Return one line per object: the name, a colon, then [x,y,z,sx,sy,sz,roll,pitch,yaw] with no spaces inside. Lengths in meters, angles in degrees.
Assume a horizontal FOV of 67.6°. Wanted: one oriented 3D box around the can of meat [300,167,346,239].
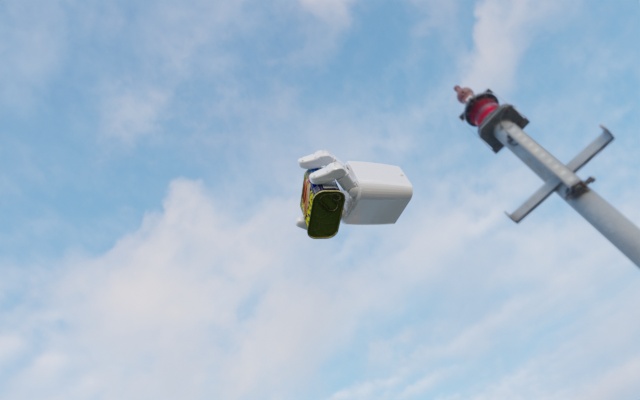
can of meat: [0.000,0.003,0.843,0.057,0.102,0.084,0,35,-16]
